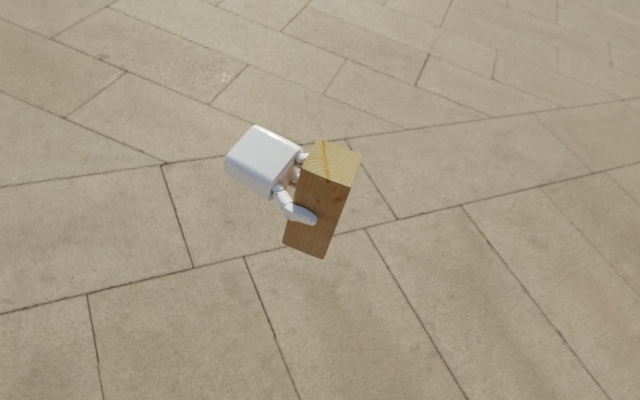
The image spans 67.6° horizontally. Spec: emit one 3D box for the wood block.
[{"bbox_3d":[0.000,0.003,0.877,0.090,0.206,0.090,22,46,4],"label":"wood block"}]
